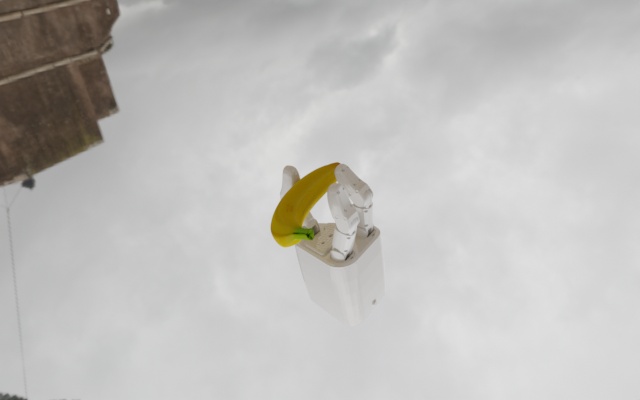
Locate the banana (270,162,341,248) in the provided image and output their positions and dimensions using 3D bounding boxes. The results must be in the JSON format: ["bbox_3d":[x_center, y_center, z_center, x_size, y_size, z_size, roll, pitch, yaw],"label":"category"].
[{"bbox_3d":[-0.018,0.006,0.576,0.069,0.037,0.197,-8,25,16],"label":"banana"}]
